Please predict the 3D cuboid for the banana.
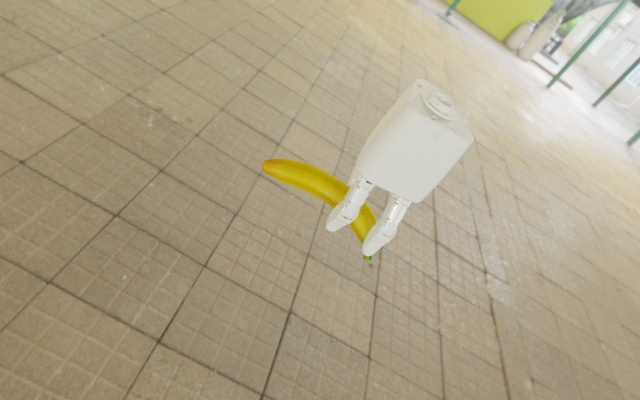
[{"bbox_3d":[0.011,-0.005,0.664,0.037,0.198,0.069,-52,-3,41],"label":"banana"}]
